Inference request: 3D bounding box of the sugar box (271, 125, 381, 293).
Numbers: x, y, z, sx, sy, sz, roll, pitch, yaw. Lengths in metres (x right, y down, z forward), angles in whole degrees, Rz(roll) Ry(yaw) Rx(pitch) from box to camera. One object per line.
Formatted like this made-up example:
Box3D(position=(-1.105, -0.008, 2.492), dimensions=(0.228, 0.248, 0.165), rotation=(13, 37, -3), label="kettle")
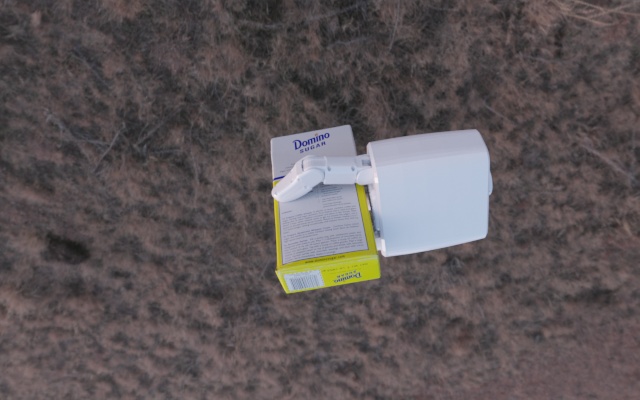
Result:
Box3D(position=(0.000, 0.002, 0.486), dimensions=(0.093, 0.176, 0.048), rotation=(-9, -43, 3), label="sugar box")
